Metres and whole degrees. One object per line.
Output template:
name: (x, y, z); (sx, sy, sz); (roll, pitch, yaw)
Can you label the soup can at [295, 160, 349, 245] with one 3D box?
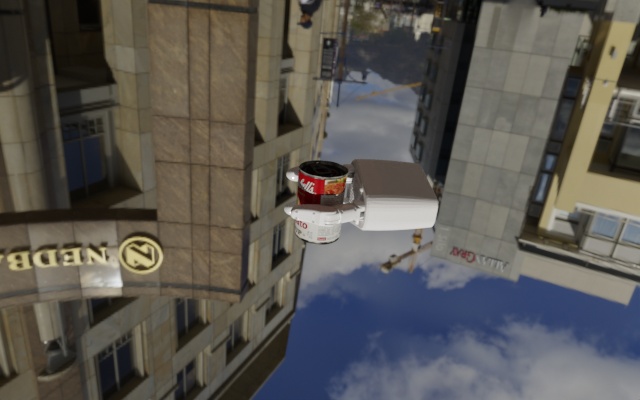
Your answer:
soup can: (0.000, 0.003, 0.672); (0.068, 0.102, 0.068); (5, 24, -2)
